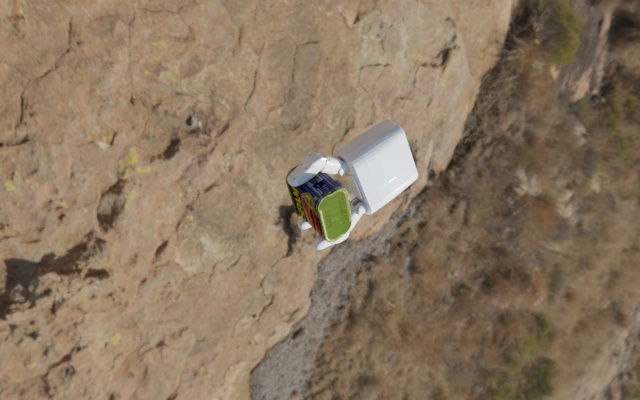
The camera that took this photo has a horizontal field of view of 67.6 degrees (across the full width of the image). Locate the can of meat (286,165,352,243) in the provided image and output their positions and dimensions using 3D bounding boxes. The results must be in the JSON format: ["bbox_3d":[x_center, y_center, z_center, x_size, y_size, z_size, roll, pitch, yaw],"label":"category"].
[{"bbox_3d":[0.000,0.002,0.717,0.057,0.102,0.084,-32,47,-18],"label":"can of meat"}]
